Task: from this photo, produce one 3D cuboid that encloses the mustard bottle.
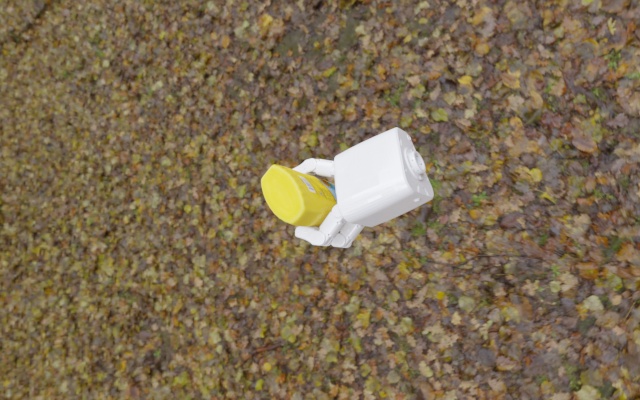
[{"bbox_3d":[0.000,0.003,0.733,0.191,0.058,0.096,13,33,-54],"label":"mustard bottle"}]
